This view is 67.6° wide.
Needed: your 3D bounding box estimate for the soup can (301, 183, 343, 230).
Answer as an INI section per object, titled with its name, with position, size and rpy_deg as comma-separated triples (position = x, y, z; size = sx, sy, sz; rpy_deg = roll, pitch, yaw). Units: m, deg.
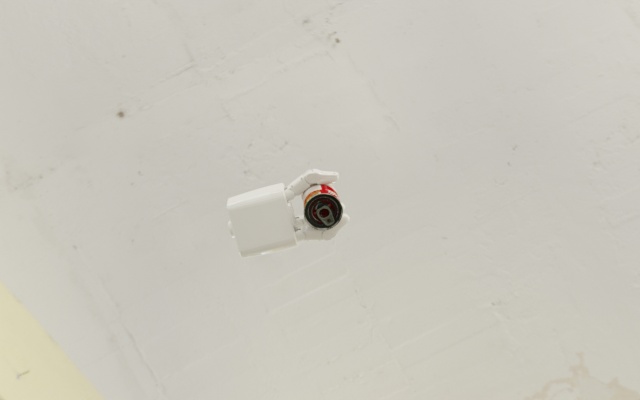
[soup can]
position = 0.001, 0.002, 0.858
size = 0.068, 0.068, 0.102
rpy_deg = 0, 20, -6
